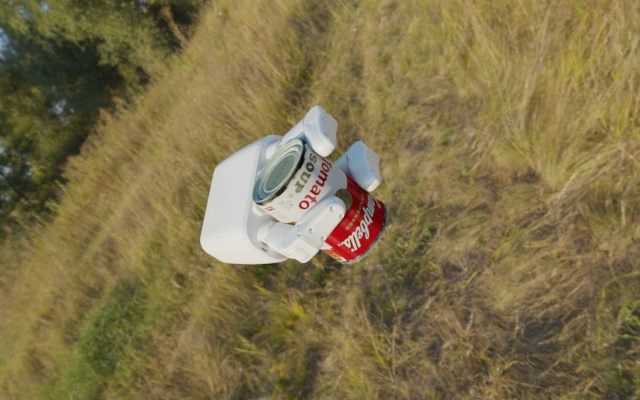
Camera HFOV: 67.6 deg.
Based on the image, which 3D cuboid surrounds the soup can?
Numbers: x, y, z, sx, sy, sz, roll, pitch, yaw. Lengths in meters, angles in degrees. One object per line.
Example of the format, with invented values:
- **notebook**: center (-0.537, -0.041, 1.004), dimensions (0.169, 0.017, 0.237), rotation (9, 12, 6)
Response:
- **soup can**: center (0.000, 0.001, 0.417), dimensions (0.102, 0.068, 0.068), rotation (37, -19, -27)
